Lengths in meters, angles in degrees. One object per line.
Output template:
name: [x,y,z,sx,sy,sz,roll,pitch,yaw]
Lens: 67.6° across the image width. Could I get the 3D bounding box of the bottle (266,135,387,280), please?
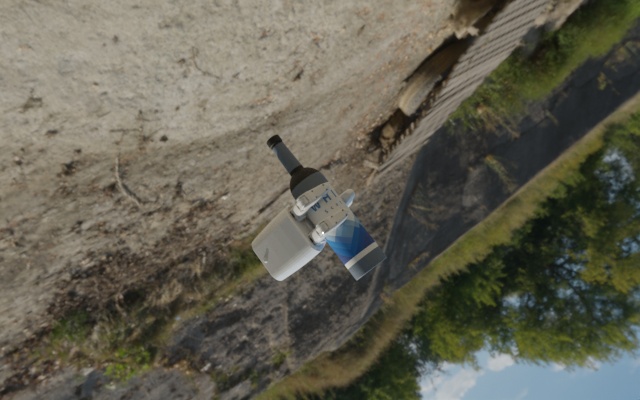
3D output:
bottle: [0.000,0.003,0.846,0.069,0.295,0.069,-36,-10,-8]
